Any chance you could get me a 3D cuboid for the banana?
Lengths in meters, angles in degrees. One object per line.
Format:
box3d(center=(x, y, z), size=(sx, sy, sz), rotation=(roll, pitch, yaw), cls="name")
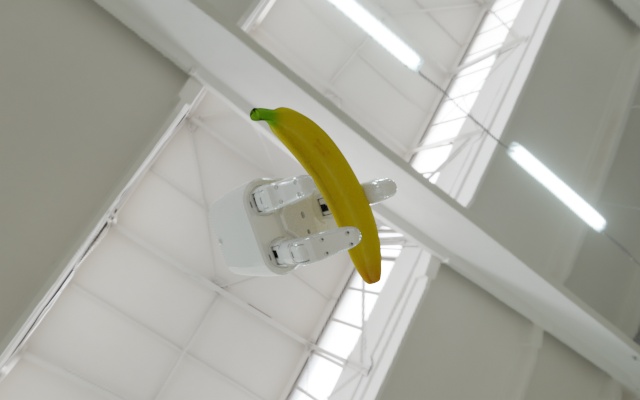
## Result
box3d(center=(0.007, -0.012, 0.442), size=(0.037, 0.198, 0.069), rotation=(-18, 26, 45), cls="banana")
